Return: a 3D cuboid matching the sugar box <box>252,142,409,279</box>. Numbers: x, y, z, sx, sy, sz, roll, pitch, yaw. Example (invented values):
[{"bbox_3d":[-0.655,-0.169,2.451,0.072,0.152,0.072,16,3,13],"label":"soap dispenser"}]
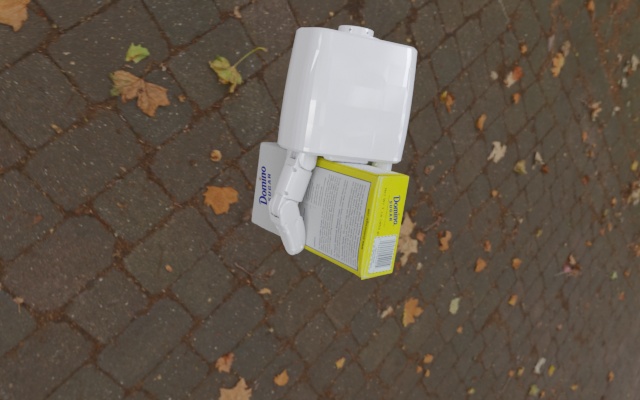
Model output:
[{"bbox_3d":[0.001,0.001,0.470,0.048,0.093,0.176,-1,16,-39],"label":"sugar box"}]
